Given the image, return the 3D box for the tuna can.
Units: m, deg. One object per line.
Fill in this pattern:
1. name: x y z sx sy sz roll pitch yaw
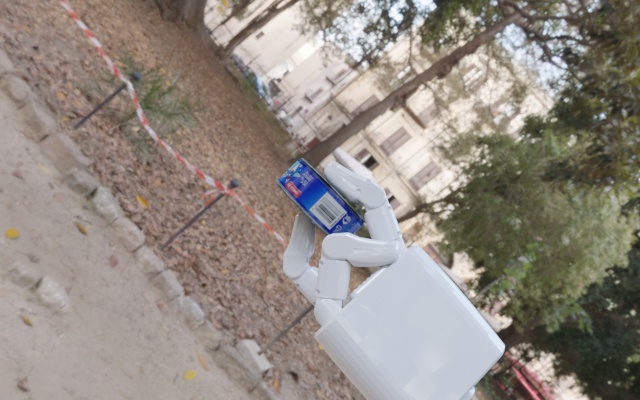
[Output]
1. tuna can: 0.000 0.001 0.441 0.034 0.086 0.086 -45 1 1
